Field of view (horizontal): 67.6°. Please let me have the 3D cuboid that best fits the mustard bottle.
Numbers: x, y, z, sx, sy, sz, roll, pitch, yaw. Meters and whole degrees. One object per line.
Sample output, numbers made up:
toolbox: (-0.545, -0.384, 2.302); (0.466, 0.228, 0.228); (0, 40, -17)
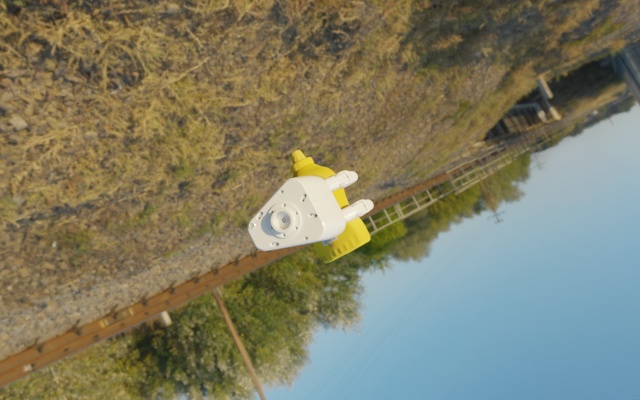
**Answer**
mustard bottle: (0.000, 0.003, 0.800); (0.096, 0.191, 0.058); (-33, -7, 39)
